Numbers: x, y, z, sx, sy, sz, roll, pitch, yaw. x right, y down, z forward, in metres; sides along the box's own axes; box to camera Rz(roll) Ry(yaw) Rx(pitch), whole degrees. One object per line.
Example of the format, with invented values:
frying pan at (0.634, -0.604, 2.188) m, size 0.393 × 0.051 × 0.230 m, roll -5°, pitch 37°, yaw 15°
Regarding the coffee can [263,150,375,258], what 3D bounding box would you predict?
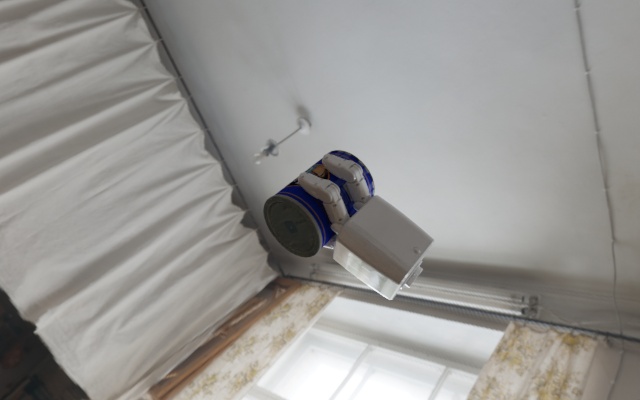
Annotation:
coffee can at (0.000, 0.002, 0.706) m, size 0.103 × 0.103 × 0.140 m, roll 0°, pitch 31°, yaw 45°
